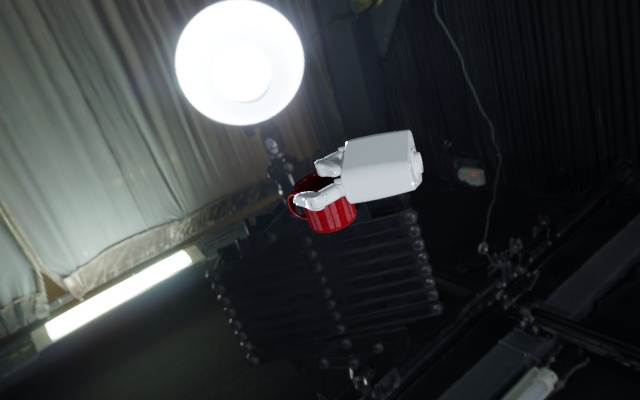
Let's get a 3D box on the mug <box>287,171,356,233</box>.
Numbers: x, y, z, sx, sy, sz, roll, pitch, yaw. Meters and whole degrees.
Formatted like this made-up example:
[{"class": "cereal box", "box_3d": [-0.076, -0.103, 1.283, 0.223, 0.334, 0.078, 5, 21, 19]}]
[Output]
[{"class": "mug", "box_3d": [-0.001, 0.003, 0.801, 0.117, 0.081, 0.093, -11, 23, 21]}]
